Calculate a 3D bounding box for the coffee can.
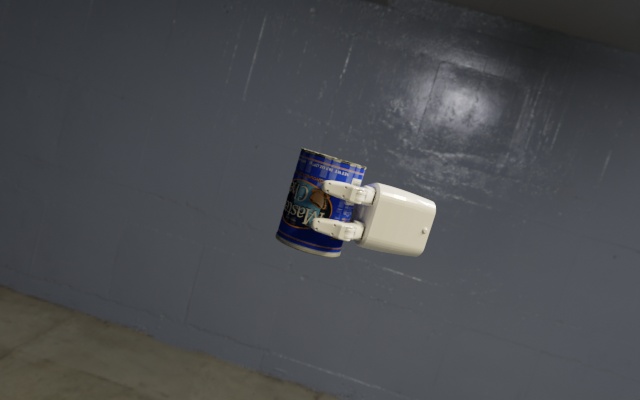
[{"bbox_3d":[0.000,0.002,0.720,0.103,0.140,0.103,16,6,-2],"label":"coffee can"}]
